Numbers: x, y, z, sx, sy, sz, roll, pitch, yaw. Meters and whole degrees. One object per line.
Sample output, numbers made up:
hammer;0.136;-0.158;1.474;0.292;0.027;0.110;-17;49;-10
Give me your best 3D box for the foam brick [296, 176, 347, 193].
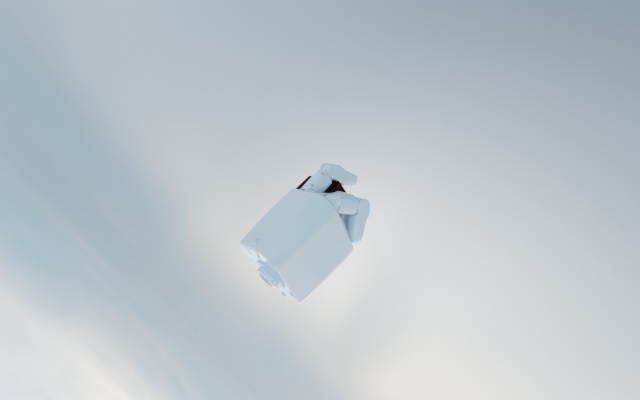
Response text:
foam brick;0.000;0.002;0.691;0.051;0.053;0.078;-45;29;-20
